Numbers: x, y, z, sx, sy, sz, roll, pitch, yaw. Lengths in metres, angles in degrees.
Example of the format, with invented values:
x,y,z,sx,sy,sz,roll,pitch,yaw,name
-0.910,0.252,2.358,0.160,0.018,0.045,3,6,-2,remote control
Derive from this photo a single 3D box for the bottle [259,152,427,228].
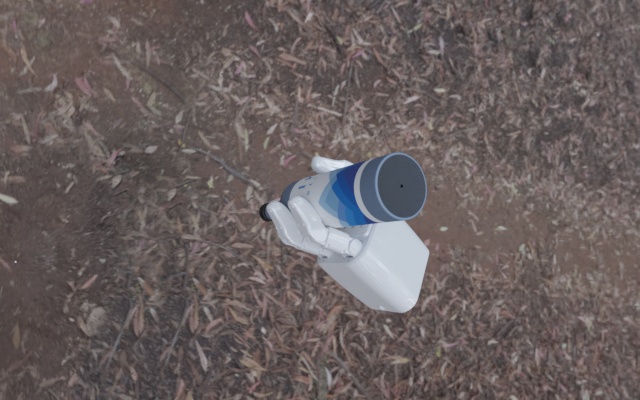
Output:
x,y,z,sx,sy,sz,roll,pitch,yaw,name
0.000,0.002,0.582,0.069,0.069,0.296,0,-6,-33,bottle
